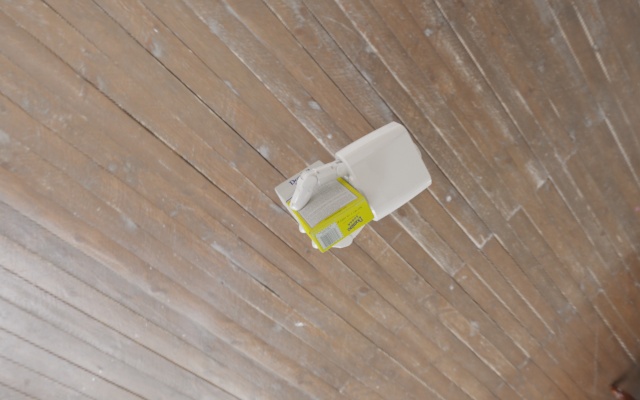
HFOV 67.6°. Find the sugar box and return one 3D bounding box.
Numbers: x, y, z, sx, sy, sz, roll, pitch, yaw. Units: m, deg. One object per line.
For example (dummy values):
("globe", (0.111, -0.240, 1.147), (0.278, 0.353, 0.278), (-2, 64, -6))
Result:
("sugar box", (0.001, 0.003, 0.731), (0.093, 0.048, 0.176), (-32, 28, -6))
